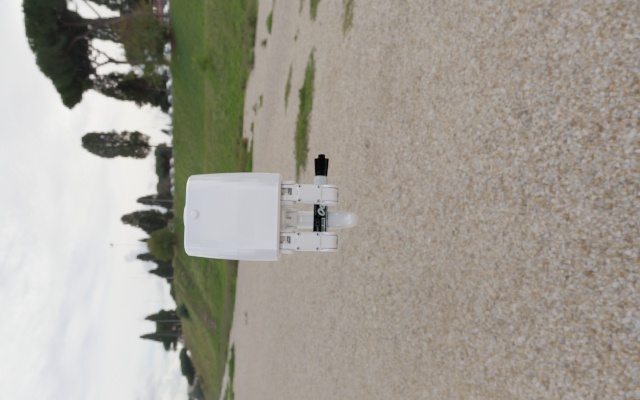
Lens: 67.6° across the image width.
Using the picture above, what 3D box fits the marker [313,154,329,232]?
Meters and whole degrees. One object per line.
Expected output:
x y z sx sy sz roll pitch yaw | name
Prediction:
0.000 0.002 0.598 0.020 0.121 0.020 1 -5 0 | marker
